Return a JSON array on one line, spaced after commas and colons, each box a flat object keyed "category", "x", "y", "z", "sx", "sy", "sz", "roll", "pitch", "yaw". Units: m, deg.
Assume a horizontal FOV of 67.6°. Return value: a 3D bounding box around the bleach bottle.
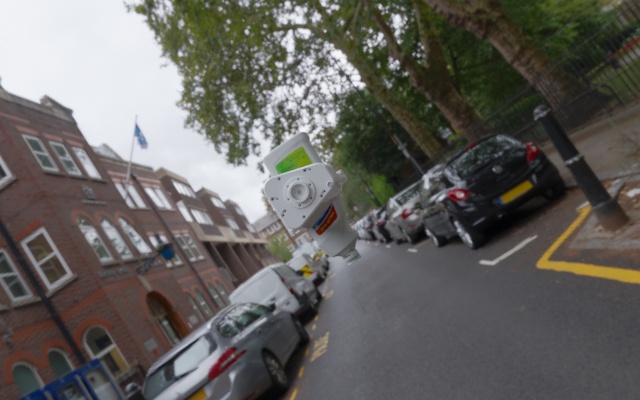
[{"category": "bleach bottle", "x": 0.000, "y": 0.003, "z": 0.884, "sx": 0.102, "sy": 0.251, "sz": 0.068, "roll": -34, "pitch": -5, "yaw": 4}]
